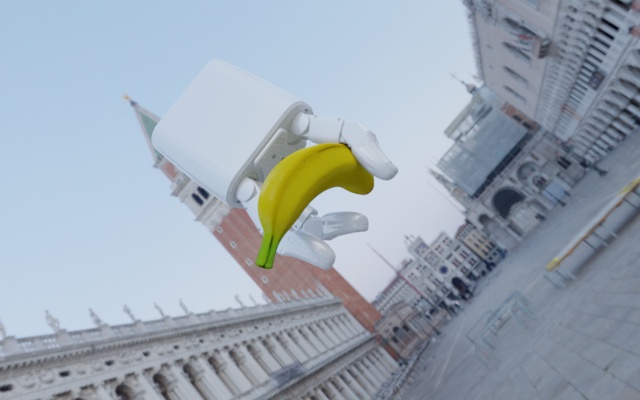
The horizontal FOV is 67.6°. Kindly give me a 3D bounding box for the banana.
[{"bbox_3d":[0.002,-0.015,0.394,0.037,0.070,0.197,21,26,23],"label":"banana"}]
